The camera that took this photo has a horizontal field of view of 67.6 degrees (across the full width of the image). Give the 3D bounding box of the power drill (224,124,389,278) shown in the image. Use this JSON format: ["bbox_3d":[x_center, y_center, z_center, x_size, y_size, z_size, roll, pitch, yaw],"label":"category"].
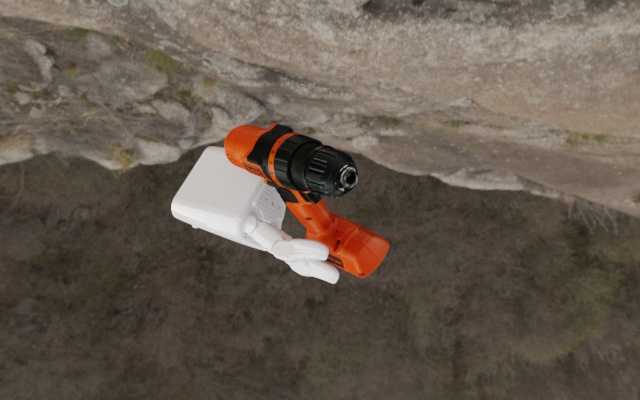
[{"bbox_3d":[0.000,0.002,0.495,0.184,0.057,0.188,24,-24,48],"label":"power drill"}]
